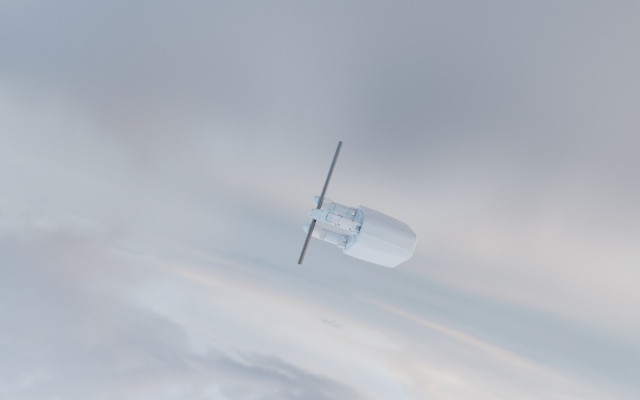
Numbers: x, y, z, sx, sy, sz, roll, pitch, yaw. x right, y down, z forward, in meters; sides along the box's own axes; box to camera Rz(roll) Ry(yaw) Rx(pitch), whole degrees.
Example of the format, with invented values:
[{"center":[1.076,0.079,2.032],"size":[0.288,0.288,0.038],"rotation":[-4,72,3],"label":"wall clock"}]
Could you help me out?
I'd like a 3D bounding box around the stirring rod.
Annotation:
[{"center":[0.000,0.003,0.882],"size":[0.011,0.239,0.011],"rotation":[19,-7,2],"label":"stirring rod"}]
